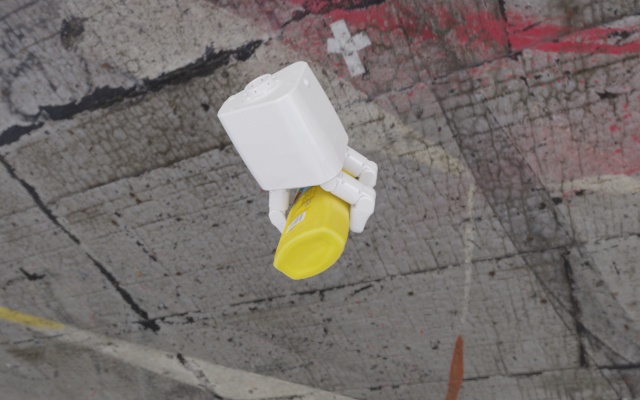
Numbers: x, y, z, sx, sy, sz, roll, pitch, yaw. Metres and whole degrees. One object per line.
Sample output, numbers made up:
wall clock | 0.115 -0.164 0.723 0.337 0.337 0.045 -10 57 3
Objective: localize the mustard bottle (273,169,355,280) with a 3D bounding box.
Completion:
mustard bottle | 0.000 0.002 0.590 0.058 0.191 0.096 36 -54 -18
